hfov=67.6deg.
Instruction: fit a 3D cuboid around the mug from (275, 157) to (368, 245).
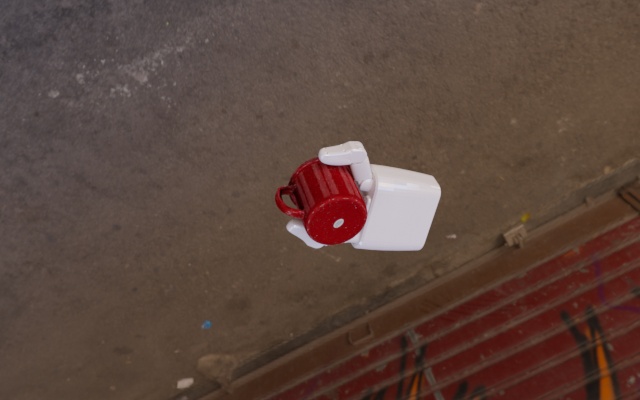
[{"bbox_3d":[-0.001,0.002,0.611,0.117,0.093,0.081,4,36,-21],"label":"mug"}]
